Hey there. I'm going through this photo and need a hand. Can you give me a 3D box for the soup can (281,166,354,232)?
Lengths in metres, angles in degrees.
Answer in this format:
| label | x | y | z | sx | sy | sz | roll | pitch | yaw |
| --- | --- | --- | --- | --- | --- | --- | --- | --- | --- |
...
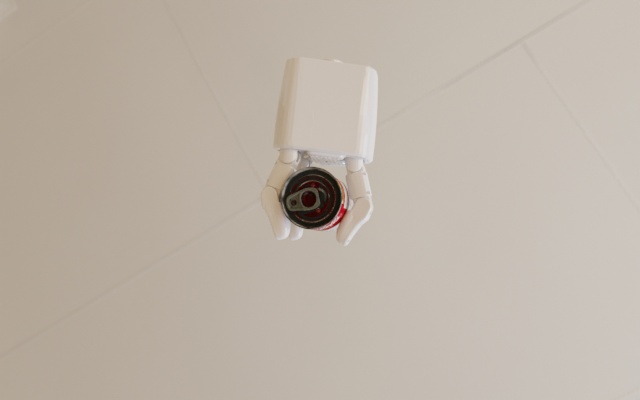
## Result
| label | x | y | z | sx | sy | sz | roll | pitch | yaw |
| --- | --- | --- | --- | --- | --- | --- | --- | --- | --- |
| soup can | 0.000 | 0.002 | 0.559 | 0.068 | 0.068 | 0.102 | 0 | -5 | 12 |
